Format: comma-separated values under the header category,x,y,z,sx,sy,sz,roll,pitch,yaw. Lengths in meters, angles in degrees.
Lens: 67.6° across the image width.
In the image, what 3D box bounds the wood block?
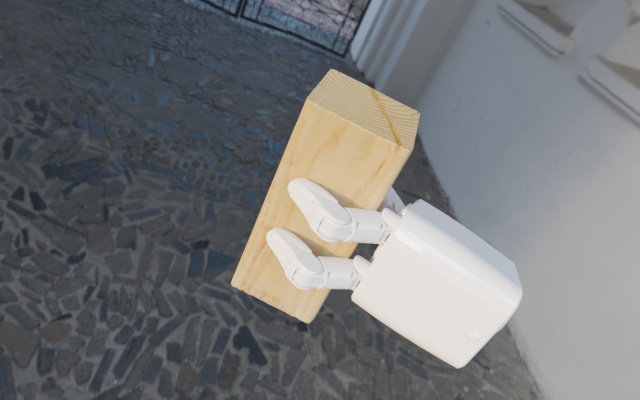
category,x,y,z,sx,sy,sz,roll,pitch,yaw
wood block,0.001,0.001,0.440,0.090,0.206,0.090,27,32,0
